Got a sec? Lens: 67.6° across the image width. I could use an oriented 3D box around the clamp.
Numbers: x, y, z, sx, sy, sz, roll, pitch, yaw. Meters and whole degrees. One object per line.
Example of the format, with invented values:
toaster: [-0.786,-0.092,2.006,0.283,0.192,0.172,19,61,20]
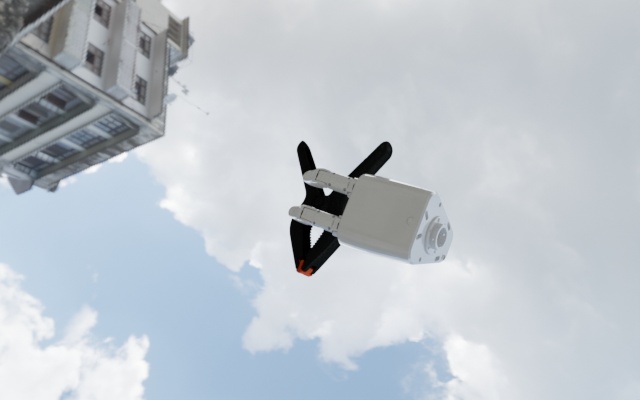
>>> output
clamp: [0.001,0.003,0.686,0.164,0.210,0.036,14,-12,41]
